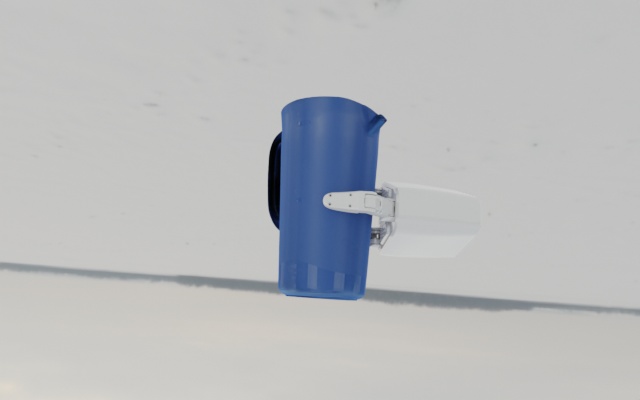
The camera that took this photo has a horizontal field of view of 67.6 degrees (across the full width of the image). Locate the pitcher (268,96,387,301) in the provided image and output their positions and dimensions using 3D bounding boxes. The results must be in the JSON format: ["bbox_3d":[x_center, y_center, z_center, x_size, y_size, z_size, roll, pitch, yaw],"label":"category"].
[{"bbox_3d":[0.000,0.002,0.615,0.145,0.242,0.149,5,-11,-5],"label":"pitcher"}]
